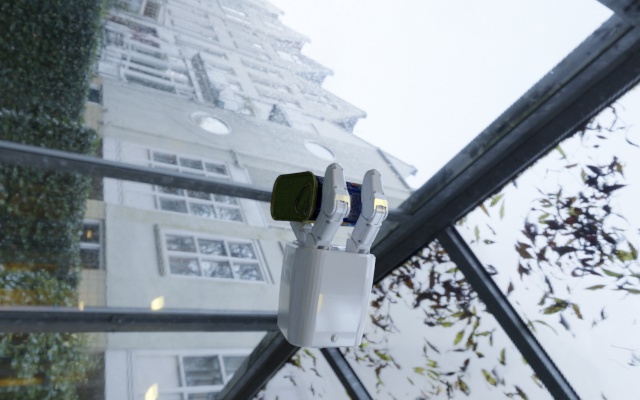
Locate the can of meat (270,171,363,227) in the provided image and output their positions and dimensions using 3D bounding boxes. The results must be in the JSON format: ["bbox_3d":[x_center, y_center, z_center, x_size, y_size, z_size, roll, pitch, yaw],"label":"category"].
[{"bbox_3d":[0.000,0.002,0.574,0.084,0.057,0.102,10,-6,-31],"label":"can of meat"}]
